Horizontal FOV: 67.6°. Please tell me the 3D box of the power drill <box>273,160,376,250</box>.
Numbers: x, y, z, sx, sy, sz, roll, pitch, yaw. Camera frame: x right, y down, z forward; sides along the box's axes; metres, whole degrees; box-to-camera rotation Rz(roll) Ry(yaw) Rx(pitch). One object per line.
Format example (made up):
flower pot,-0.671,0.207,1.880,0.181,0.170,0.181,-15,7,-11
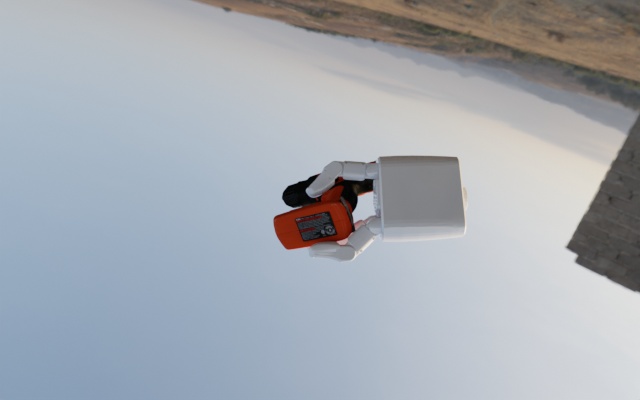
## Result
power drill,0.000,0.002,0.703,0.184,0.057,0.187,-15,18,24
